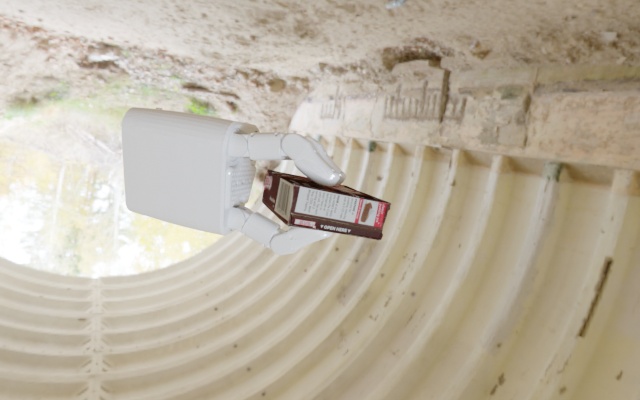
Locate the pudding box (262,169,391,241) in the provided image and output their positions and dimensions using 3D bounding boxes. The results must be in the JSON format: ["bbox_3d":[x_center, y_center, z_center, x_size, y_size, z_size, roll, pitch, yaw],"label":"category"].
[{"bbox_3d":[0.000,0.002,0.447,0.090,0.039,0.113,10,9,-19],"label":"pudding box"}]
